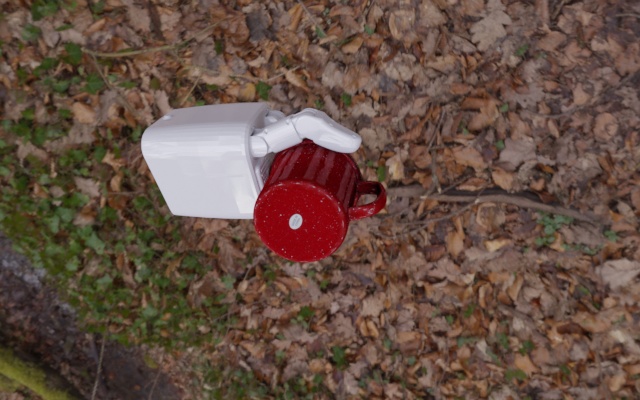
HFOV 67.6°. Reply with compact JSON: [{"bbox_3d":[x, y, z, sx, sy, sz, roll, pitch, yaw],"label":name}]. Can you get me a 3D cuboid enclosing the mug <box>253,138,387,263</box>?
[{"bbox_3d":[0.001,0.002,0.425,0.117,0.093,0.081,0,28,11],"label":"mug"}]
